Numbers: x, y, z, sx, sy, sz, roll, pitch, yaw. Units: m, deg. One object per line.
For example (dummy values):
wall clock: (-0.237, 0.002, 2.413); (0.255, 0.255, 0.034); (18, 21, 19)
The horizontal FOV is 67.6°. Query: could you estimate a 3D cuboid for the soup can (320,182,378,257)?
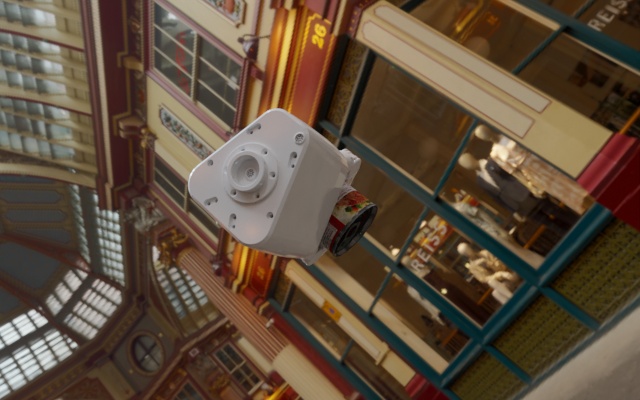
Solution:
soup can: (0.000, 0.001, 0.507); (0.102, 0.068, 0.068); (39, 16, 20)
